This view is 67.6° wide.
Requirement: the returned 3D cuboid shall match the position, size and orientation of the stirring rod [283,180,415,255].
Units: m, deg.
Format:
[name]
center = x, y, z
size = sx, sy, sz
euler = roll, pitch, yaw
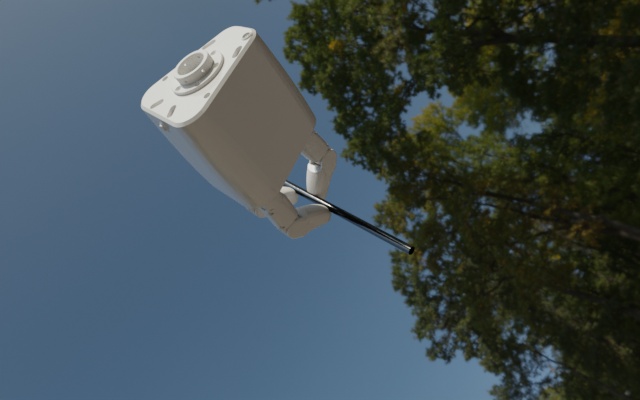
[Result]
[stirring rod]
center = 0.000, 0.002, 0.492
size = 0.011, 0.011, 0.239
euler = 0, 20, -44
